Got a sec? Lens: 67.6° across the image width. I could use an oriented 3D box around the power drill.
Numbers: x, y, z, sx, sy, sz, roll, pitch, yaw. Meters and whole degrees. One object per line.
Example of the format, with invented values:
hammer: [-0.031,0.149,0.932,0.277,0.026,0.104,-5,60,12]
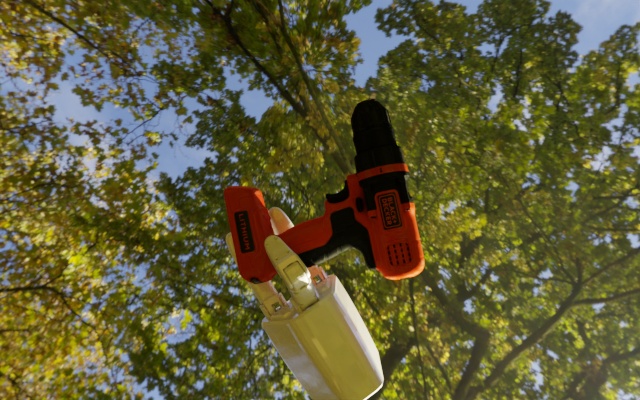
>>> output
power drill: [0.000,0.002,0.490,0.187,0.184,0.057,-13,-9,10]
